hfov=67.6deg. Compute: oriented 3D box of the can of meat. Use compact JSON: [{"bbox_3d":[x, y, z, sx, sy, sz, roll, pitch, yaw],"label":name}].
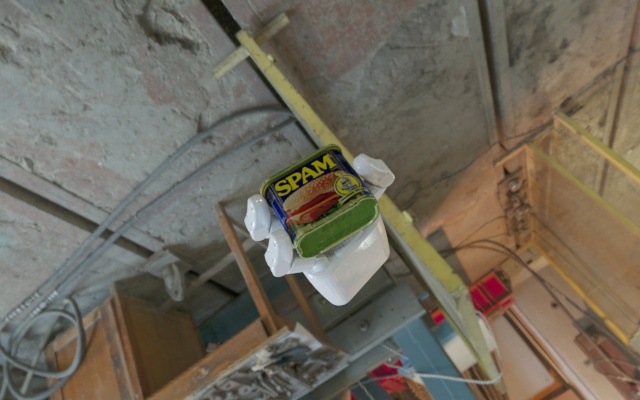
[{"bbox_3d":[0.000,0.002,0.508,0.102,0.084,0.057,-30,-35,-5],"label":"can of meat"}]
